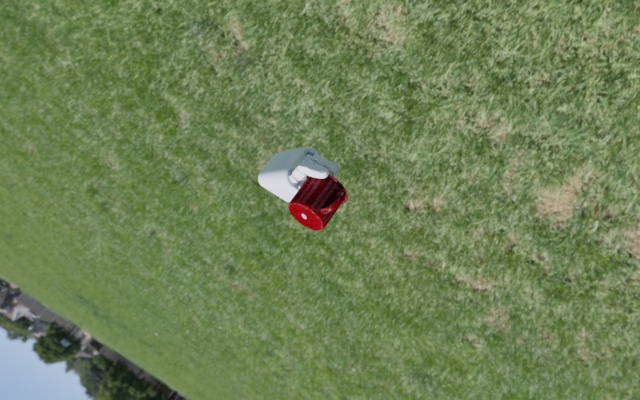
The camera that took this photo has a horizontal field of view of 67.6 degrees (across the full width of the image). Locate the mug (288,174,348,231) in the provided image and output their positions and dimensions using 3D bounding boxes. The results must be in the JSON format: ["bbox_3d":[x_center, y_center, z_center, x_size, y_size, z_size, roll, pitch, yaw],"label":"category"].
[{"bbox_3d":[0.001,0.003,0.894,0.117,0.081,0.093,-1,-44,50],"label":"mug"}]
